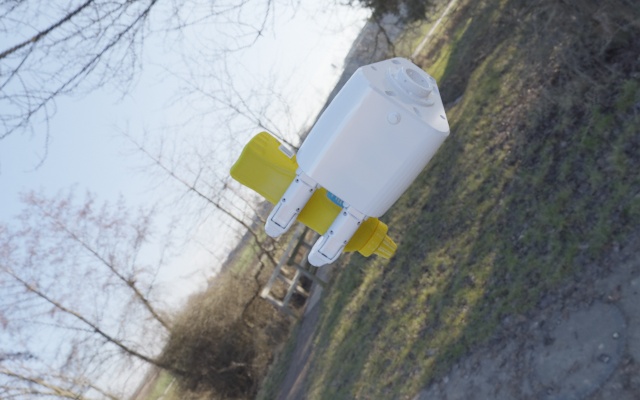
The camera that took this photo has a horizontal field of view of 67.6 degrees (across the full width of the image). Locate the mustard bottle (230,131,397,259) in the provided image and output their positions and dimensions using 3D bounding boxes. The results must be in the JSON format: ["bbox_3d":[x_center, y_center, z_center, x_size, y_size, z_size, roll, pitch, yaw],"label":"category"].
[{"bbox_3d":[0.000,0.002,0.513,0.191,0.058,0.096,34,12,-4],"label":"mustard bottle"}]
